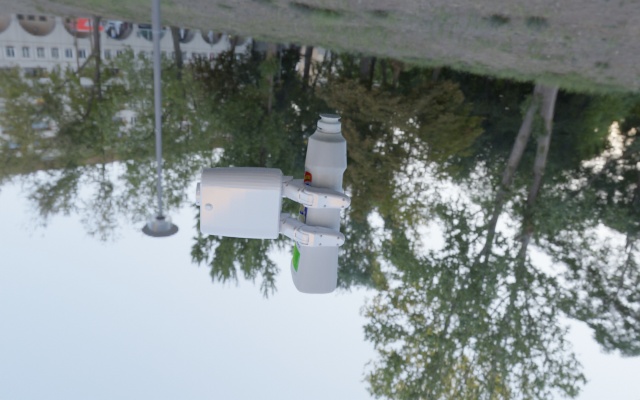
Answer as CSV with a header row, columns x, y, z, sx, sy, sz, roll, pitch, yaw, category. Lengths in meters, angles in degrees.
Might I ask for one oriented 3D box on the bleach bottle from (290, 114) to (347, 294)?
x,y,z,sx,sy,sz,roll,pitch,yaw,category
0.000,0.002,0.680,0.068,0.251,0.102,2,21,-9,bleach bottle
